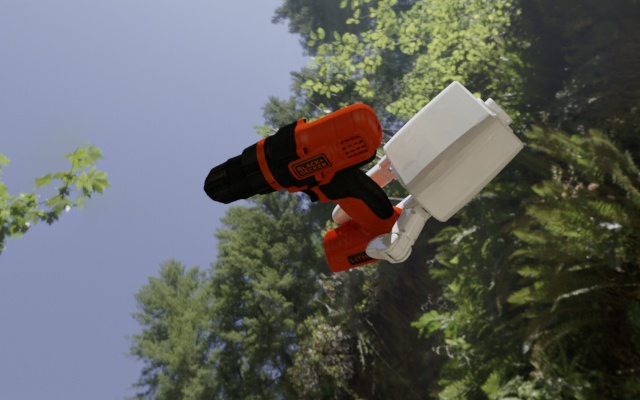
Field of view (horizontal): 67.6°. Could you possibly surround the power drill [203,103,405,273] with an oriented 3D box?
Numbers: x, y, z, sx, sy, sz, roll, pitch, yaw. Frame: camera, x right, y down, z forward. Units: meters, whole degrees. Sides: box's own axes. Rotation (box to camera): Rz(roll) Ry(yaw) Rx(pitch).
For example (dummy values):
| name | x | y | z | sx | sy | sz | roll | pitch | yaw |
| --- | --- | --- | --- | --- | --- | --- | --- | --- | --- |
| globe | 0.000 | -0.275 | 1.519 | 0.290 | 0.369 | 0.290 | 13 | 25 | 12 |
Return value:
| name | x | y | z | sx | sy | sz | roll | pitch | yaw |
| --- | --- | --- | --- | --- | --- | --- | --- | --- | --- |
| power drill | 0.001 | 0.002 | 0.493 | 0.184 | 0.057 | 0.188 | -19 | -44 | 21 |
